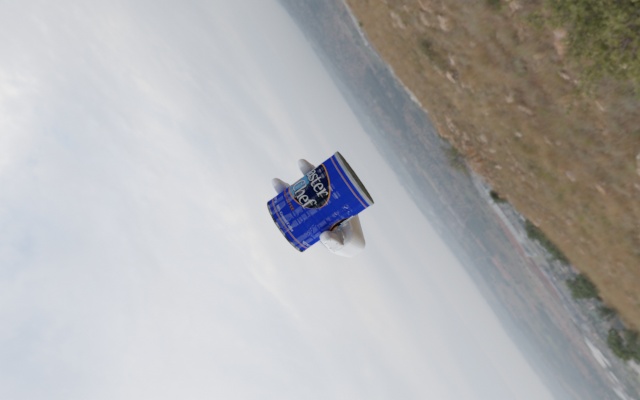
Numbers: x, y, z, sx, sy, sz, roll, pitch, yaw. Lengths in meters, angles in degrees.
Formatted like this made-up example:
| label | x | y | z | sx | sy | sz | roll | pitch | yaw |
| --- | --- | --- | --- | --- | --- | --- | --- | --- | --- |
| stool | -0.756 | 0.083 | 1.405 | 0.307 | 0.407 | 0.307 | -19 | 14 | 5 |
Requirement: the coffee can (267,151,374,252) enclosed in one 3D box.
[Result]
| label | x | y | z | sx | sy | sz | roll | pitch | yaw |
| --- | --- | --- | --- | --- | --- | --- | --- | --- | --- |
| coffee can | 0.000 | 0.002 | 0.767 | 0.140 | 0.103 | 0.103 | -35 | -6 | 9 |
